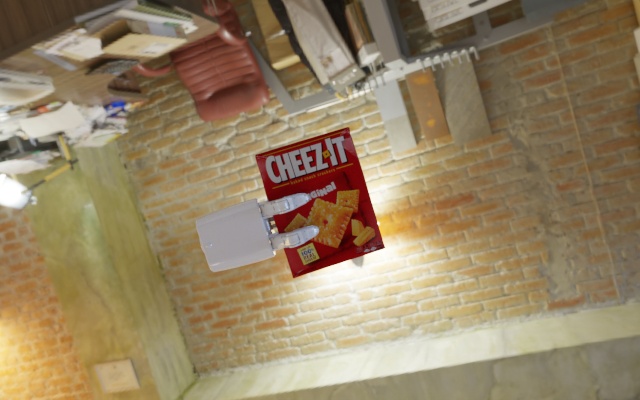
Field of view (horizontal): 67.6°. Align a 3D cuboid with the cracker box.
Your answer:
[{"bbox_3d":[0.000,0.003,0.802,0.164,0.214,0.072,-17,4,-1],"label":"cracker box"}]
